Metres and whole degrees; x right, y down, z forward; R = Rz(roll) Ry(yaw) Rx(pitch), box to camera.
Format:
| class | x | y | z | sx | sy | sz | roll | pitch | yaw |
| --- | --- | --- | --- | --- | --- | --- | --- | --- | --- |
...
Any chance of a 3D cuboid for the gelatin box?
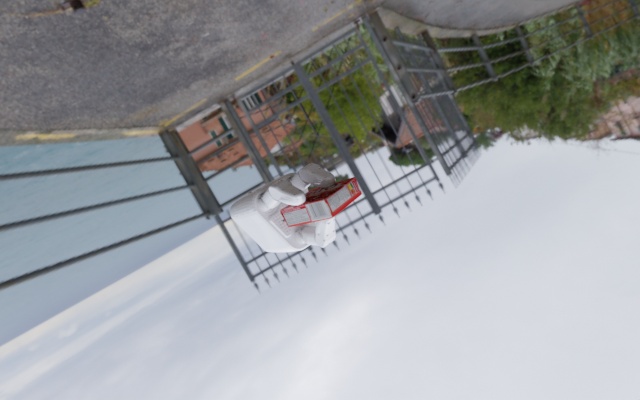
| class | x | y | z | sx | sy | sz | roll | pitch | yaw |
| --- | --- | --- | --- | --- | --- | --- | --- | --- | --- |
| gelatin box | 0.001 | 0.002 | 0.647 | 0.089 | 0.030 | 0.073 | -14 | 15 | 44 |
